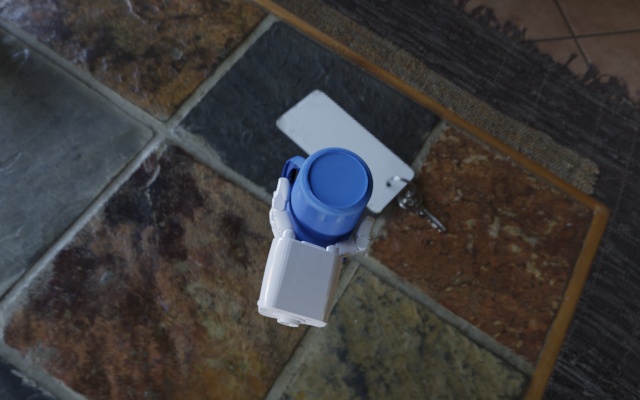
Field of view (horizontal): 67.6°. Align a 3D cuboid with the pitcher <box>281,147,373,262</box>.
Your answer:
[{"bbox_3d":[0.000,0.003,0.780,0.149,0.145,0.243,14,-22,-3],"label":"pitcher"}]
